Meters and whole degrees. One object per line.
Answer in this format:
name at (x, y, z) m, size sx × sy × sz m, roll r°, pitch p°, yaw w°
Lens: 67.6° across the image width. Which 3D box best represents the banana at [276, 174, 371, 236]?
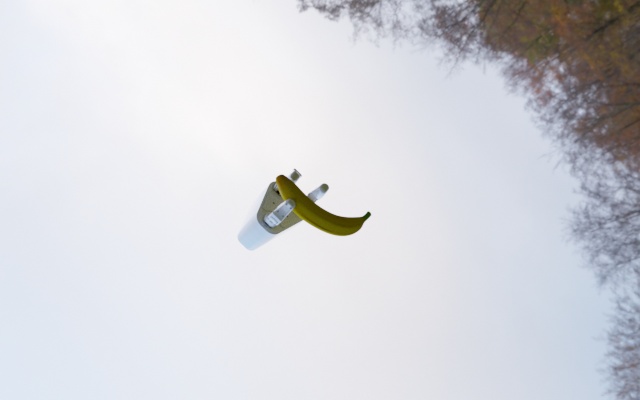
banana at (0.000, 0.020, 0.866) m, size 0.198 × 0.069 × 0.037 m, roll 24°, pitch -35°, yaw -20°
